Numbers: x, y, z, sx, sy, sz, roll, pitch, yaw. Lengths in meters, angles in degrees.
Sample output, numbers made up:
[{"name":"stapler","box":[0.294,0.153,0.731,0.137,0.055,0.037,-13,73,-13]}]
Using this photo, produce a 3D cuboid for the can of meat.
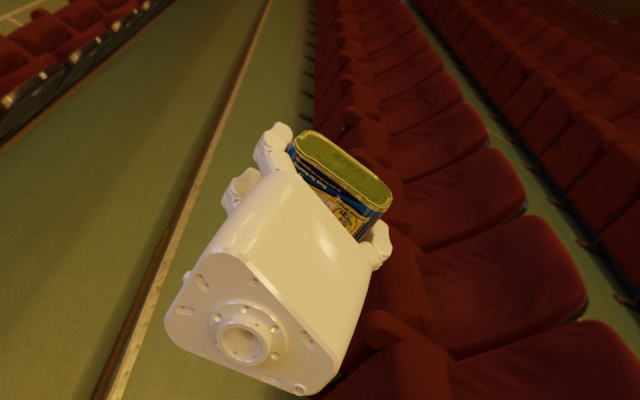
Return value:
[{"name":"can of meat","box":[0.000,0.001,0.418,0.102,0.084,0.057,36,30,0]}]
